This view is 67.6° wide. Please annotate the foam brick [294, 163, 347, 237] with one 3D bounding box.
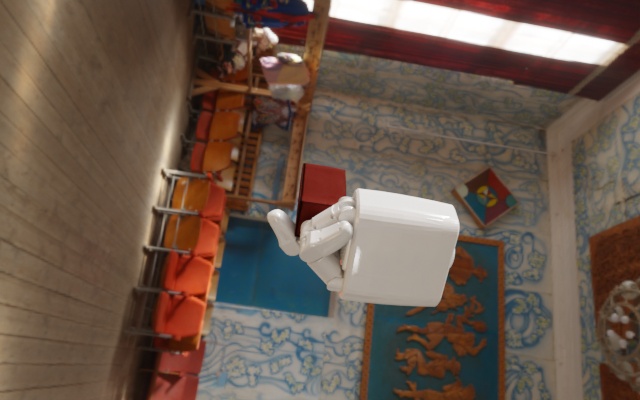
[{"bbox_3d":[0.000,0.002,0.547,0.051,0.053,0.078,7,37,-4],"label":"foam brick"}]
